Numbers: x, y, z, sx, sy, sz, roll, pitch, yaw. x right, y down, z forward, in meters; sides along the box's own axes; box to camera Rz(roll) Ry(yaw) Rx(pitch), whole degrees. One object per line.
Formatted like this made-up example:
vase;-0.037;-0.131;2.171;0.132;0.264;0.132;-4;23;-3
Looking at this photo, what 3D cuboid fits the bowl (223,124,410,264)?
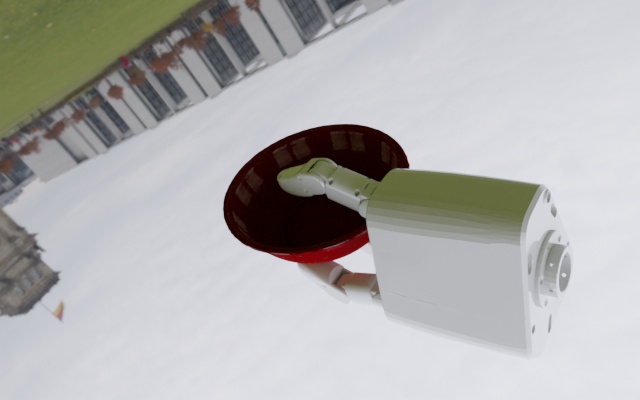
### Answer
bowl;-0.001;0.001;0.419;0.162;0.055;0.162;-11;41;10
